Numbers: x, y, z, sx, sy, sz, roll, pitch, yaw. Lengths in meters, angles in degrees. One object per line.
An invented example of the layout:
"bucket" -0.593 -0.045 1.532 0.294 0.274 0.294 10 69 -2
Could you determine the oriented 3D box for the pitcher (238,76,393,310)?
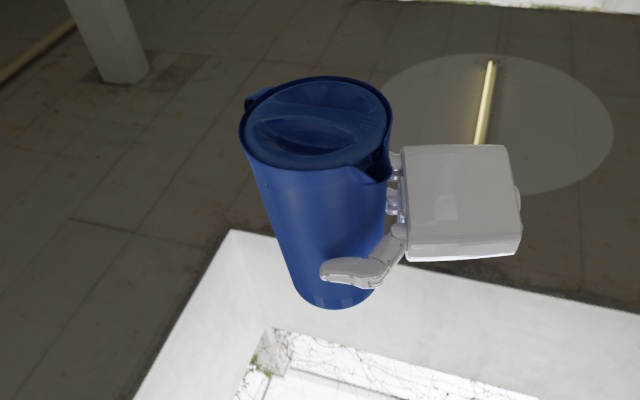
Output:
"pitcher" 0.000 0.002 0.497 0.145 0.149 0.243 -3 -43 5
